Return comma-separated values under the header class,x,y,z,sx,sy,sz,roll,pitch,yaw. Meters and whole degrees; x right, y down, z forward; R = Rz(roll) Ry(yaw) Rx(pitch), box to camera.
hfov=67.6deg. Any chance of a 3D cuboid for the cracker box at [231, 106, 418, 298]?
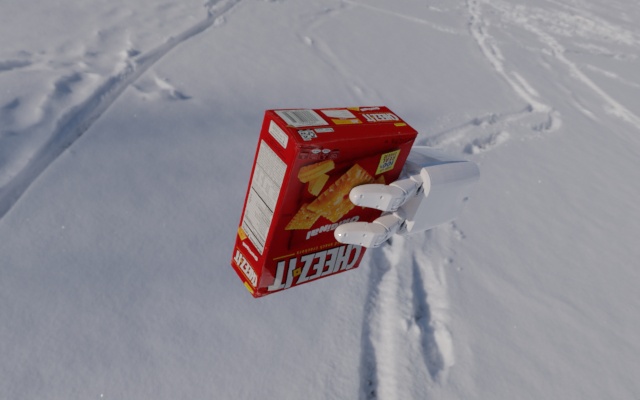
class,x,y,z,sx,sy,sz,roll,pitch,yaw
cracker box,0.000,0.002,0.550,0.164,0.214,0.072,-10,43,-36
